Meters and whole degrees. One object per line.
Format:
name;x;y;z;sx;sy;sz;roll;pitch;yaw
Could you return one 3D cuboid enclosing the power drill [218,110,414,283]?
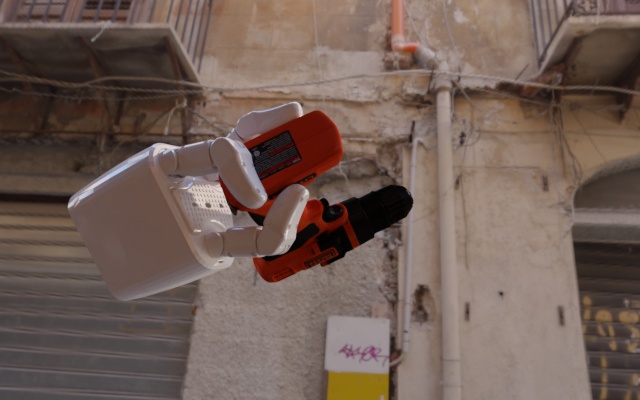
power drill;0.000;0.001;0.456;0.184;0.057;0.188;-27;-34;-1
